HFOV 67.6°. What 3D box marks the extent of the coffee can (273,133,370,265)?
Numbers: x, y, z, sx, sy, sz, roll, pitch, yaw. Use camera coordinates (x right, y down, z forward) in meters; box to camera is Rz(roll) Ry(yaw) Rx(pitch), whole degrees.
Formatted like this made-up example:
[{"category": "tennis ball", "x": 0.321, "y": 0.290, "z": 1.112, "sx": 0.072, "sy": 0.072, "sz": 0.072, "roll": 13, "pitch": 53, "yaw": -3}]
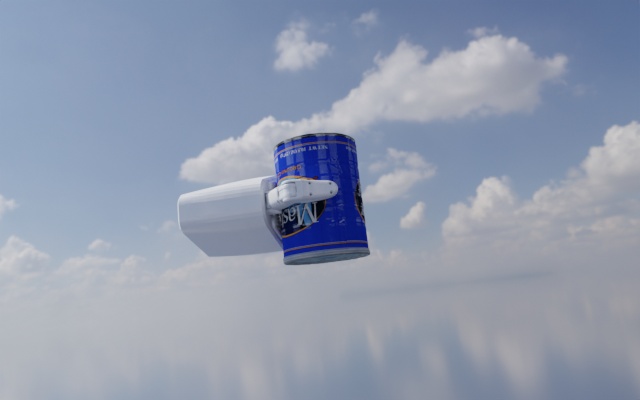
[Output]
[{"category": "coffee can", "x": 0.000, "y": 0.002, "z": 0.575, "sx": 0.103, "sy": 0.140, "sz": 0.103, "roll": -6, "pitch": -11, "yaw": -1}]
